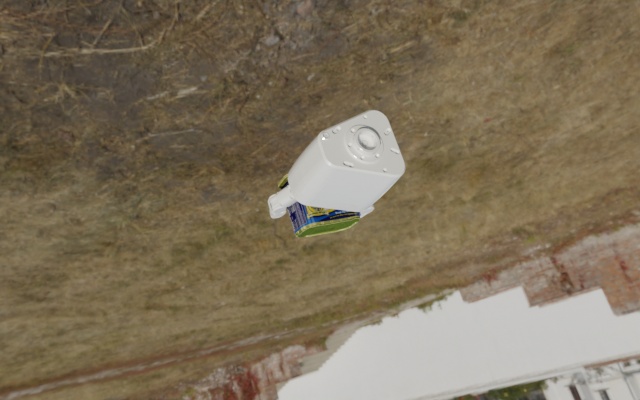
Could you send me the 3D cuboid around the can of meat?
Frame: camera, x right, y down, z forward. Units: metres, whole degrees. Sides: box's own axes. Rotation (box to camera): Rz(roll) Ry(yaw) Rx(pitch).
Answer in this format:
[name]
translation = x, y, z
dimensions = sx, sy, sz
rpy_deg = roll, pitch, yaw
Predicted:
[can of meat]
translation = 0.000, 0.003, 0.688
dimensions = 0.102, 0.084, 0.057
rpy_deg = -8, -19, -29
